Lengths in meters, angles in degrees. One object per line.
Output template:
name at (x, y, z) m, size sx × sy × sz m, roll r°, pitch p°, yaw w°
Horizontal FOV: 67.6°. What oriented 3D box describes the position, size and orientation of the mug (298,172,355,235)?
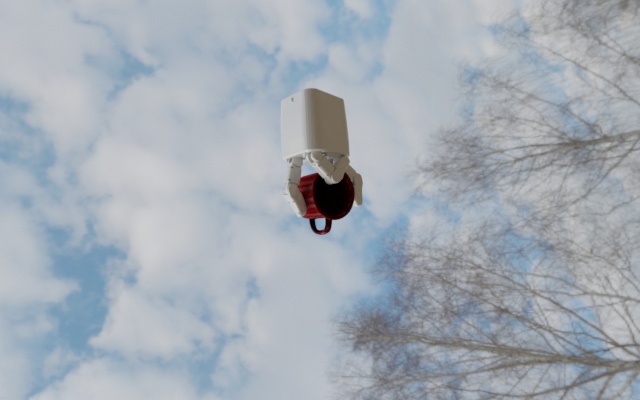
mug at (0.000, 0.004, 0.850) m, size 0.093 × 0.117 × 0.081 m, roll 1°, pitch -6°, yaw -36°
